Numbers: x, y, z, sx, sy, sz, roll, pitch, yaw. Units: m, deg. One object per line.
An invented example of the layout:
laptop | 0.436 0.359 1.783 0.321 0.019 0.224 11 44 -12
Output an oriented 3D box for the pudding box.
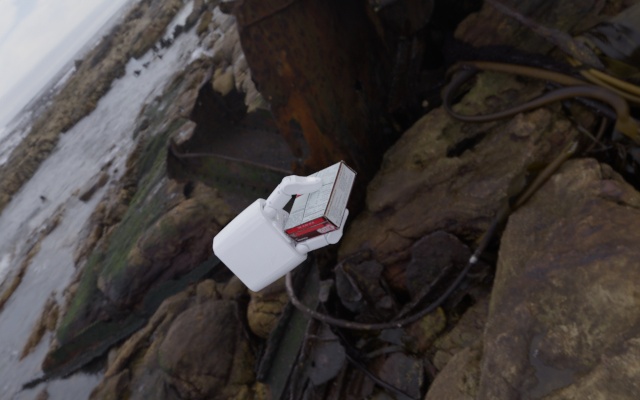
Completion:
pudding box | 0.000 0.002 0.723 0.090 0.113 0.039 -20 -50 41
